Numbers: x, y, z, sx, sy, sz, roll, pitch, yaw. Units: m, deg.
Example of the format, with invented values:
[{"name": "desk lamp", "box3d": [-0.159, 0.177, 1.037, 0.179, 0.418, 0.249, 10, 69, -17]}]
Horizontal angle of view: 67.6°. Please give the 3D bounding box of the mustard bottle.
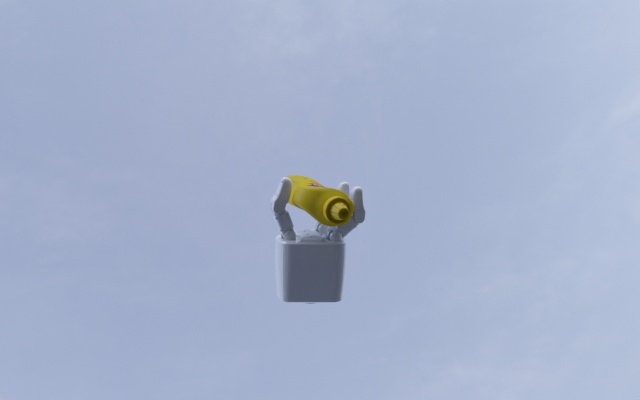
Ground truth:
[{"name": "mustard bottle", "box3d": [0.000, 0.002, 0.771, 0.096, 0.058, 0.191, 22, 2, -23]}]
